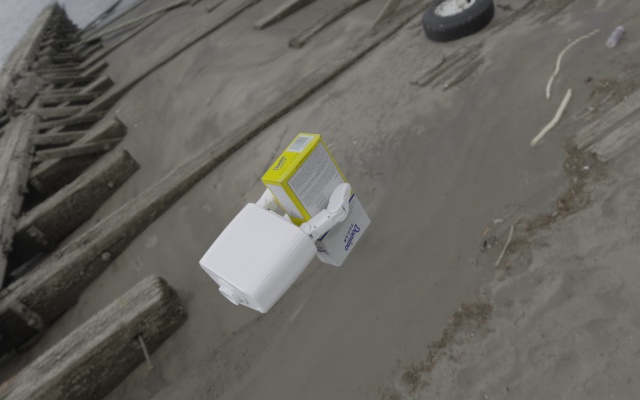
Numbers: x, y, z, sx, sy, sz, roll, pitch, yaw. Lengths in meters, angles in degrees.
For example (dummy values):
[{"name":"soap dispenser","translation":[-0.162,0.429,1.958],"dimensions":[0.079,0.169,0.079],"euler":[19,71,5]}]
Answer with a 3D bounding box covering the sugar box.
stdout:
[{"name":"sugar box","translation":[0.000,0.002,0.665],"dimensions":[0.048,0.093,0.176],"euler":[13,-35,42]}]
